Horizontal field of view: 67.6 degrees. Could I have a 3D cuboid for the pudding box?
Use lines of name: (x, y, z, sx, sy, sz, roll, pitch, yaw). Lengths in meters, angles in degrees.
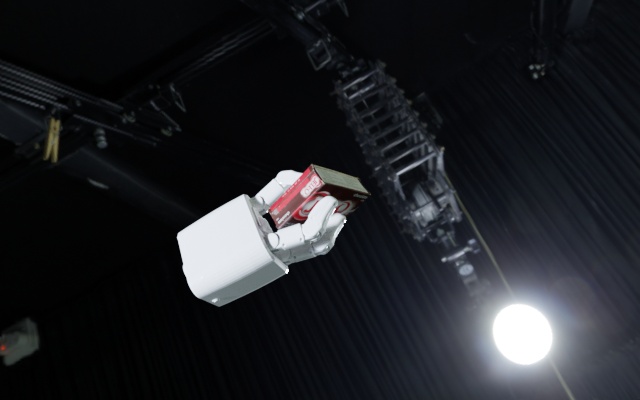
pudding box: (0.000, 0.002, 0.630, 0.090, 0.039, 0.113, -44, -27, 24)
